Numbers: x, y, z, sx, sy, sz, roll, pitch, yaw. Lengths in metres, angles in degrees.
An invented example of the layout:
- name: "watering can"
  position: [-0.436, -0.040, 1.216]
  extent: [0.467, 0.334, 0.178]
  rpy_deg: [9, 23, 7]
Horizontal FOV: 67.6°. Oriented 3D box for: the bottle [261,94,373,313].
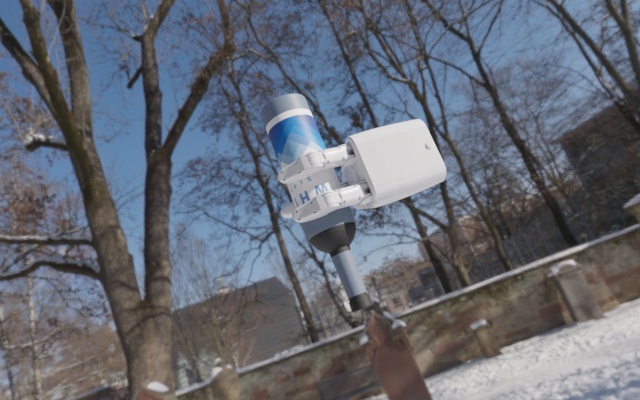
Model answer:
- name: "bottle"
  position: [0.000, 0.002, 0.629]
  extent: [0.069, 0.295, 0.069]
  rpy_deg: [-20, -14, -5]
